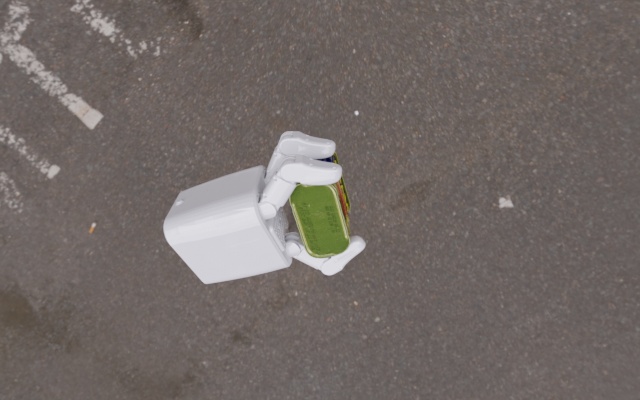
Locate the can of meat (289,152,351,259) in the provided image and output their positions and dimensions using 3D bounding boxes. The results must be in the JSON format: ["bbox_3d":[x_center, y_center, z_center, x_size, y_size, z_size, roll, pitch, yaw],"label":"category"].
[{"bbox_3d":[0.000,0.002,0.536,0.057,0.102,0.084,-13,29,8],"label":"can of meat"}]
